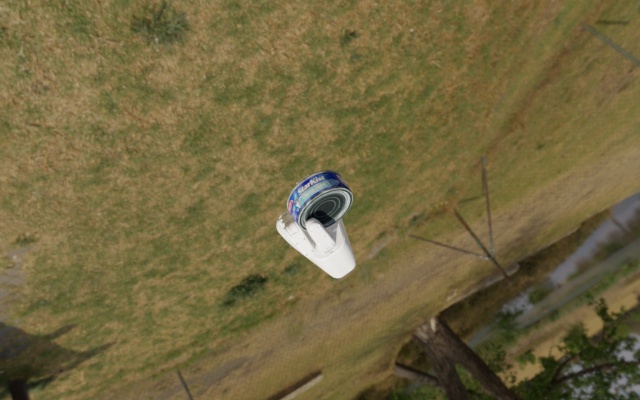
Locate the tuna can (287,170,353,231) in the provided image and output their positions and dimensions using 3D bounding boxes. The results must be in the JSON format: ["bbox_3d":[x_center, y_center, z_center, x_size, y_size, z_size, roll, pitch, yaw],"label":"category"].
[{"bbox_3d":[0.000,0.002,0.643,0.086,0.033,0.086,-22,-35,-16],"label":"tuna can"}]
